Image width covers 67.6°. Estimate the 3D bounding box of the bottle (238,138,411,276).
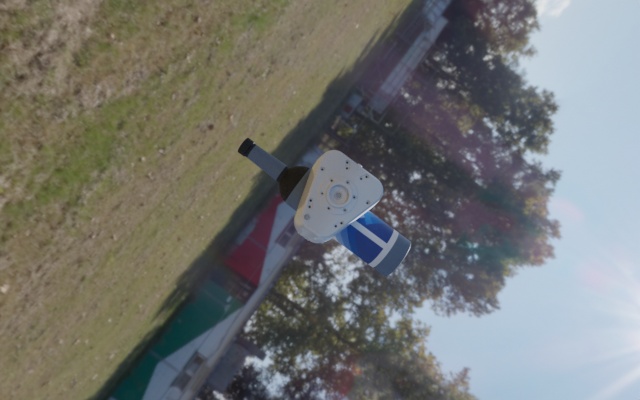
[{"bbox_3d":[0.000,0.003,0.729,0.296,0.069,0.069,36,-1,-1],"label":"bottle"}]
